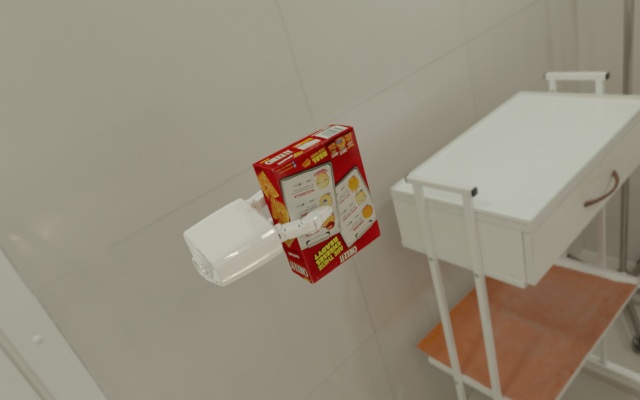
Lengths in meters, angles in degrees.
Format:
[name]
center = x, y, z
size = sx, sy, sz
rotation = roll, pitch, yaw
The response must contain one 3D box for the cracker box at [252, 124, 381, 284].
[cracker box]
center = 0.000, 0.002, 0.794
size = 0.164, 0.214, 0.072
rotation = -32, 30, -27
